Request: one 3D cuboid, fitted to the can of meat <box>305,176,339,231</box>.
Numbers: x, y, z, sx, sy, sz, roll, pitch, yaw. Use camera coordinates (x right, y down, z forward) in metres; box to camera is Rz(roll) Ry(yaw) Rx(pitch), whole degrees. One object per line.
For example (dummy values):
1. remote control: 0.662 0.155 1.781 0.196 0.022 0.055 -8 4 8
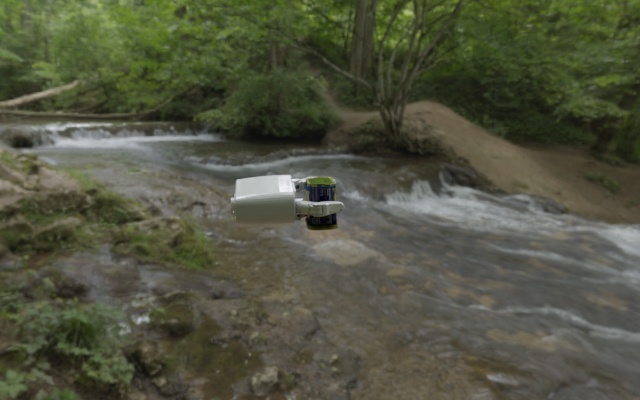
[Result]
1. can of meat: 0.000 0.003 0.891 0.057 0.084 0.102 -3 10 -5
